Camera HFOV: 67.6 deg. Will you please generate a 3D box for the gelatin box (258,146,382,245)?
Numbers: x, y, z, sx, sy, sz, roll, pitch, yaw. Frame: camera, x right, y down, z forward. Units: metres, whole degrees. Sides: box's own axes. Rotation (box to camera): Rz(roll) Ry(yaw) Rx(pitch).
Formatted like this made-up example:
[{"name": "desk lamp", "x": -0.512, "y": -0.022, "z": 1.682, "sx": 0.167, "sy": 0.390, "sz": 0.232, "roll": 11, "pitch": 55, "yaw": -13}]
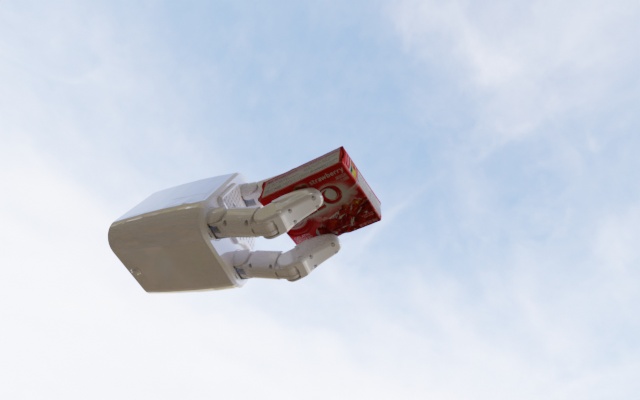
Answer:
[{"name": "gelatin box", "x": 0.000, "y": 0.001, "z": 0.434, "sx": 0.089, "sy": 0.073, "sz": 0.030, "roll": -23, "pitch": 33, "yaw": 22}]
